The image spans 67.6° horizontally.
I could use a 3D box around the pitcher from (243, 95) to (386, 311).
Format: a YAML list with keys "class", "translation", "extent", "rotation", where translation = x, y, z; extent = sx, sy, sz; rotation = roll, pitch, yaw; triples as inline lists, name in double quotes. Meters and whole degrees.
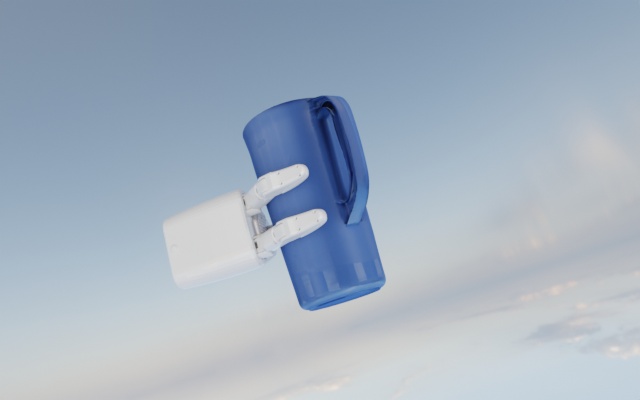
- class: "pitcher"
  translation: [0.000, 0.002, 0.586]
  extent: [0.145, 0.242, 0.149]
  rotation: [-19, -15, 7]
